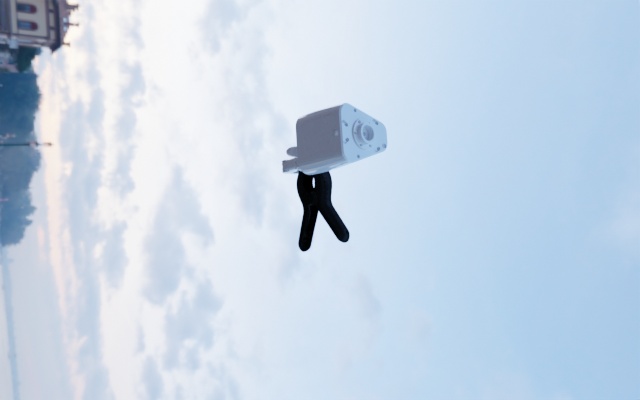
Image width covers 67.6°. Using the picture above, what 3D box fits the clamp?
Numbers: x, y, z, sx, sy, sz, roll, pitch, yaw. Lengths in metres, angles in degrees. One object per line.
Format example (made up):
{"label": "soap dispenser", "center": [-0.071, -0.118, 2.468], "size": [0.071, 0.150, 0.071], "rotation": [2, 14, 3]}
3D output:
{"label": "clamp", "center": [0.000, 0.003, 0.817], "size": [0.120, 0.171, 0.039], "rotation": [-6, -1, 42]}
